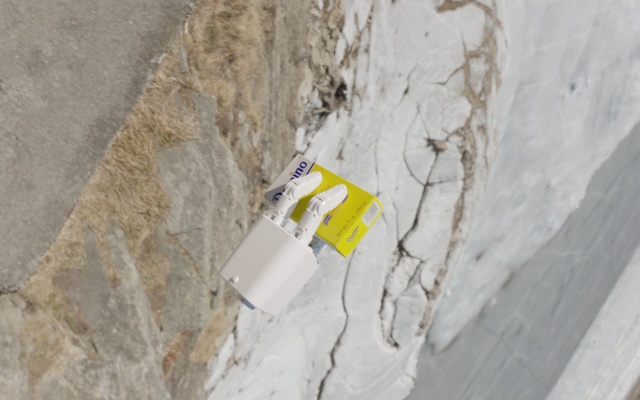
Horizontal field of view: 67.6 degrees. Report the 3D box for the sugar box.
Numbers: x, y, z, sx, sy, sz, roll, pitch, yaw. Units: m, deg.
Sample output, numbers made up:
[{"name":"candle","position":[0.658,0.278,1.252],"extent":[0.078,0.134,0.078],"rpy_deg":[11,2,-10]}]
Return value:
[{"name":"sugar box","position":[0.000,0.002,0.716],"extent":[0.176,0.093,0.048],"rpy_deg":[32,-12,38]}]
